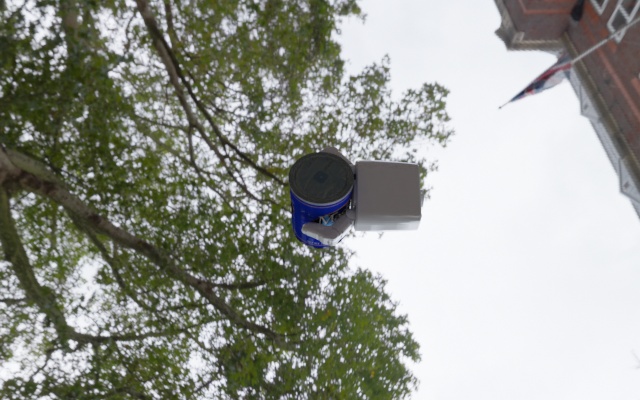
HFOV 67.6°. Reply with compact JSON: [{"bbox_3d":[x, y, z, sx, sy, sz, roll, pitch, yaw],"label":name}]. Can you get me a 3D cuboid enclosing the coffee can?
[{"bbox_3d":[0.000,0.003,0.802,0.103,0.102,0.140,0,-35,-1],"label":"coffee can"}]
